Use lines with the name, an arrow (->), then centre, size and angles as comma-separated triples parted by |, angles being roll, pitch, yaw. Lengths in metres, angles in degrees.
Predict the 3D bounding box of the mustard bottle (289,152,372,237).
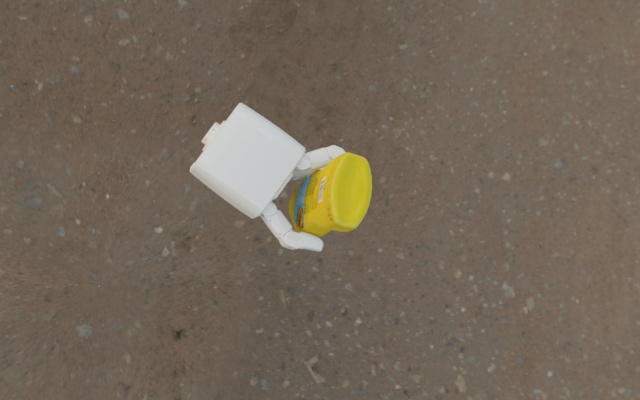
mustard bottle -> 0.001, 0.002, 0.664 | 0.058, 0.096, 0.191 | 14, -15, -22
